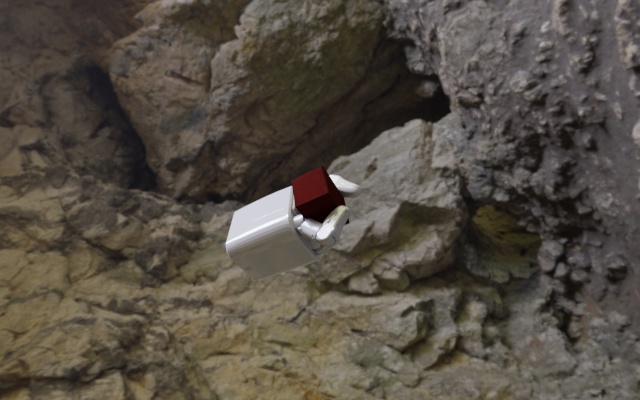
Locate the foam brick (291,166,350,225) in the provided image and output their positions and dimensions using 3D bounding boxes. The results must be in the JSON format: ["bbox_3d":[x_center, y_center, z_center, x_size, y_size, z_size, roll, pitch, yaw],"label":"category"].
[{"bbox_3d":[0.000,0.002,0.667,0.051,0.053,0.078,-22,-43,13],"label":"foam brick"}]
